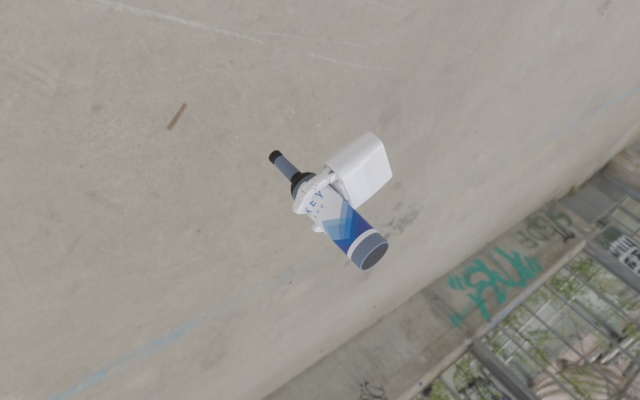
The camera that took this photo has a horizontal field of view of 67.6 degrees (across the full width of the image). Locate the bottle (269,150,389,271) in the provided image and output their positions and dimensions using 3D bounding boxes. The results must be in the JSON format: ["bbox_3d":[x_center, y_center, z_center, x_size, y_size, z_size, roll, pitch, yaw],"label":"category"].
[{"bbox_3d":[0.000,0.003,0.874,0.295,0.069,0.069,45,25,28],"label":"bottle"}]
